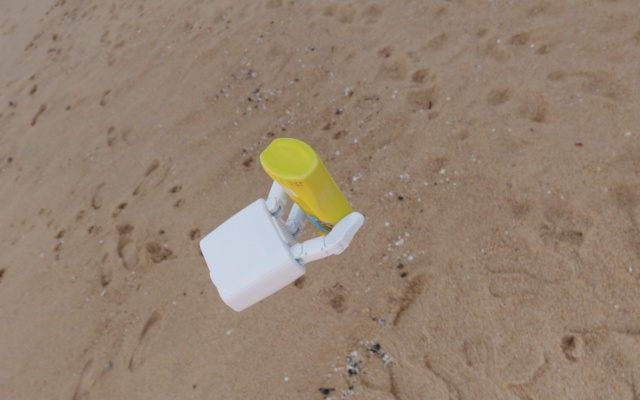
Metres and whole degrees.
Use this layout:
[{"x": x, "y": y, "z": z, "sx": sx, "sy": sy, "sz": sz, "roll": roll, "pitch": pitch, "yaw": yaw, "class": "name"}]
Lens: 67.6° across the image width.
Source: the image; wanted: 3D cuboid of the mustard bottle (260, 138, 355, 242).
[{"x": 0.000, "y": 0.002, "z": 0.639, "sx": 0.096, "sy": 0.058, "sz": 0.192, "roll": 28, "pitch": -17, "yaw": 43, "class": "mustard bottle"}]
